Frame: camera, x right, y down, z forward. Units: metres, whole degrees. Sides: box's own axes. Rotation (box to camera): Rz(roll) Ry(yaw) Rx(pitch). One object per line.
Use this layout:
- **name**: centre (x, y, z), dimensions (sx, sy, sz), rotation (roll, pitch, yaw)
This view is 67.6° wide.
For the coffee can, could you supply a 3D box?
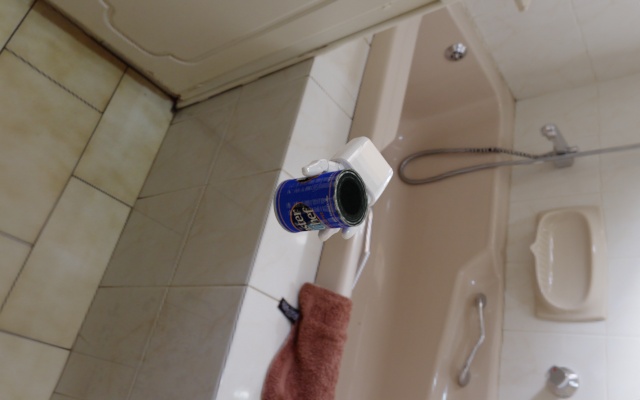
- **coffee can**: centre (0.000, 0.003, 0.859), dimensions (0.140, 0.103, 0.103), rotation (-8, -5, 38)
